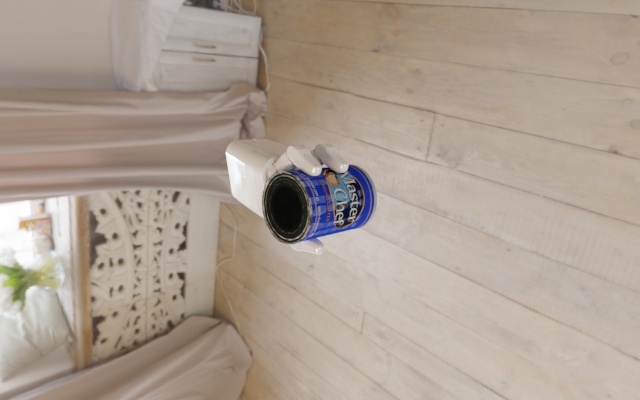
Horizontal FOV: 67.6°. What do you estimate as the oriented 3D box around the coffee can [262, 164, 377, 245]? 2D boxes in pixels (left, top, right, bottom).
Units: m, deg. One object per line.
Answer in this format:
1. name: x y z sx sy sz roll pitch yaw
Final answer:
1. coffee can: 0.000 0.002 0.702 0.103 0.103 0.140 0 7 45
